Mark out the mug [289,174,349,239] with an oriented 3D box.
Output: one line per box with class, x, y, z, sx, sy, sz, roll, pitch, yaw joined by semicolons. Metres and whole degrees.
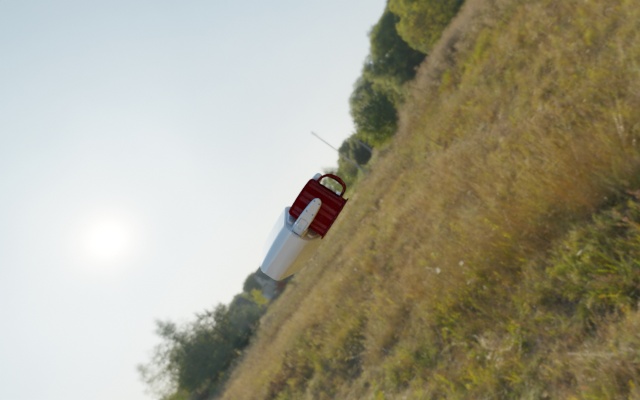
mug;0.001;0.002;0.887;0.081;0.117;0.093;33;20;1
